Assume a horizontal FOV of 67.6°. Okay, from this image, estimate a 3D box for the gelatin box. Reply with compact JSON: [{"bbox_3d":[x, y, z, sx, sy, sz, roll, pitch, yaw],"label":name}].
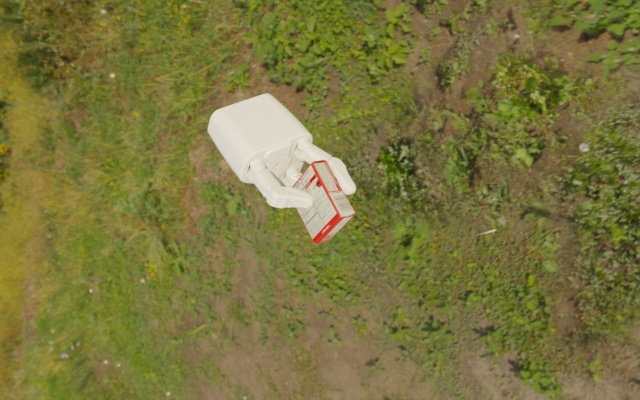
[{"bbox_3d":[0.000,0.002,0.642,0.030,0.089,0.073,-11,-26,-39],"label":"gelatin box"}]
